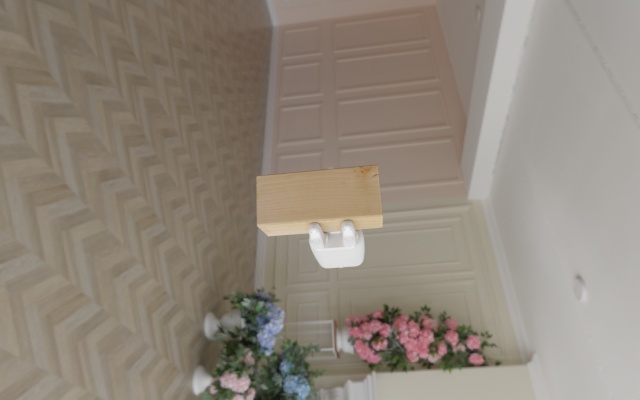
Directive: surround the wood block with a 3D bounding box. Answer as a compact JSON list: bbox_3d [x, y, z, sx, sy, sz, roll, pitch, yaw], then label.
[{"bbox_3d":[0.000,0.003,0.825,0.206,0.090,0.090,-5,-17,6],"label":"wood block"}]
